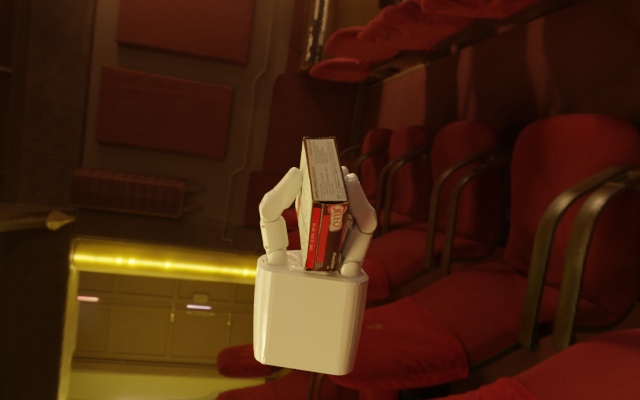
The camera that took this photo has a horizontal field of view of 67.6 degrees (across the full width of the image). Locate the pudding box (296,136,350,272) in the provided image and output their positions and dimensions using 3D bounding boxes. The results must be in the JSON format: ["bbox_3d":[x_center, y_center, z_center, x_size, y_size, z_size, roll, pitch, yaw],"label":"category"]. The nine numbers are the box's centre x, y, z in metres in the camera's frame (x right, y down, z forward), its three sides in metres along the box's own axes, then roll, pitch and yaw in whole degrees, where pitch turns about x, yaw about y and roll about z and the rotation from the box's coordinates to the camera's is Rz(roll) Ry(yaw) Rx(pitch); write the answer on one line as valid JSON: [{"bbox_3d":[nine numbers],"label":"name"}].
[{"bbox_3d":[0.000,0.002,0.482,0.039,0.090,0.113,1,39,-10],"label":"pudding box"}]
